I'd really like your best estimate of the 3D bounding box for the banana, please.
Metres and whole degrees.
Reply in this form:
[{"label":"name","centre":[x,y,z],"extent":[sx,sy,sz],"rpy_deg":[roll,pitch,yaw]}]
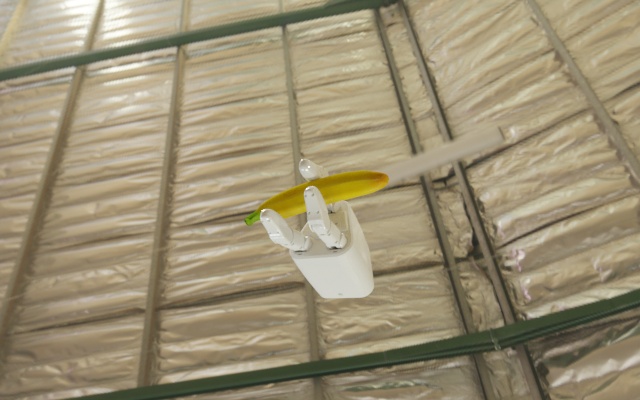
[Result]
[{"label":"banana","centre":[-0.003,-0.005,0.652],"extent":[0.198,0.037,0.069],"rpy_deg":[-19,23,8]}]
